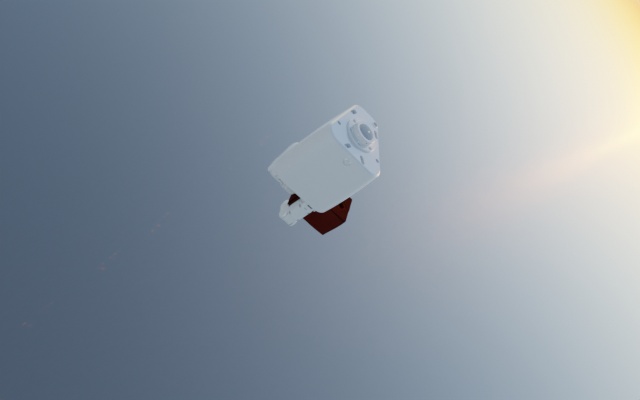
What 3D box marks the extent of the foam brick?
[{"bbox_3d":[0.000,0.002,0.709,0.078,0.053,0.051,42,-50,-20],"label":"foam brick"}]
